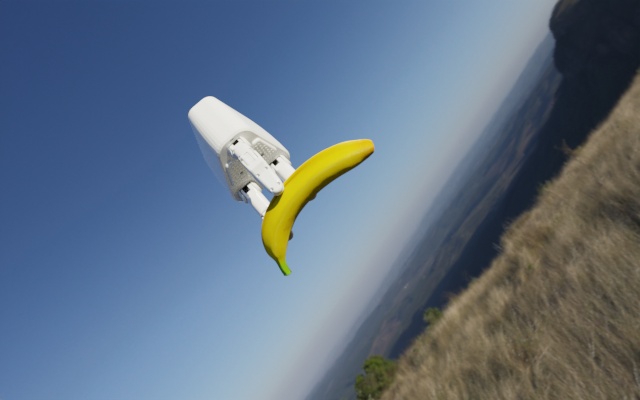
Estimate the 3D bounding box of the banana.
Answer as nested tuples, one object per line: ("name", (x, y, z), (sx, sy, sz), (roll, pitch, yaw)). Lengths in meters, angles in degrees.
("banana", (-0.017, -0.003, 0.569), (0.070, 0.198, 0.037), (28, 17, -25))
